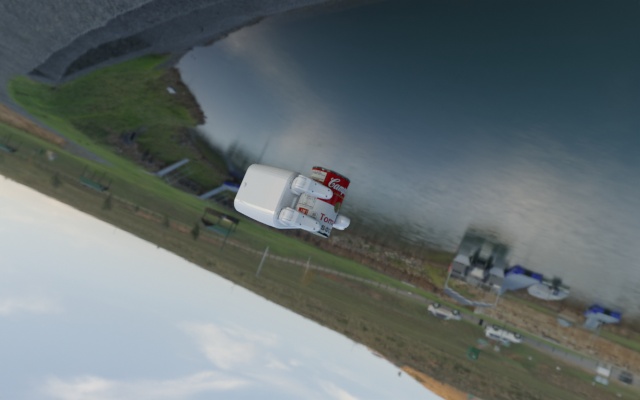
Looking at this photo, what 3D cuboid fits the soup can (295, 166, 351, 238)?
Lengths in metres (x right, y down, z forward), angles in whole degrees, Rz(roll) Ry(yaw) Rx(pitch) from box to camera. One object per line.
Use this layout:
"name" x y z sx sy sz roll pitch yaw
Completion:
"soup can" 0.000 0.003 0.789 0.068 0.102 0.068 22 -7 3
